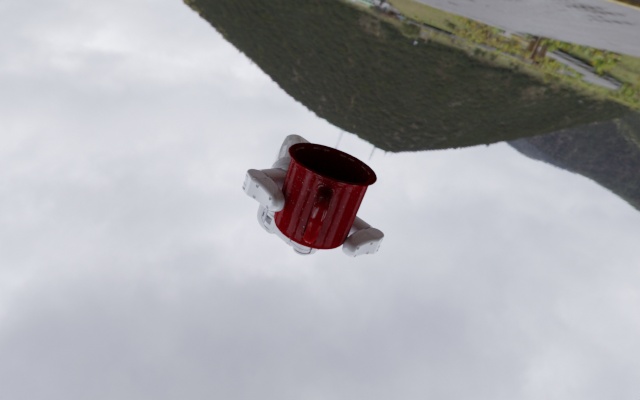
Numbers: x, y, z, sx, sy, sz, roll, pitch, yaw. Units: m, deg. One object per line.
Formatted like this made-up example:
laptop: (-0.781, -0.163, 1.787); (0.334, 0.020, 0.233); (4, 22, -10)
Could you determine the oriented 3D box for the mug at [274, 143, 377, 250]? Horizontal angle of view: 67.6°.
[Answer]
mug: (0.000, 0.002, 0.479); (0.093, 0.081, 0.117); (18, 24, -5)
